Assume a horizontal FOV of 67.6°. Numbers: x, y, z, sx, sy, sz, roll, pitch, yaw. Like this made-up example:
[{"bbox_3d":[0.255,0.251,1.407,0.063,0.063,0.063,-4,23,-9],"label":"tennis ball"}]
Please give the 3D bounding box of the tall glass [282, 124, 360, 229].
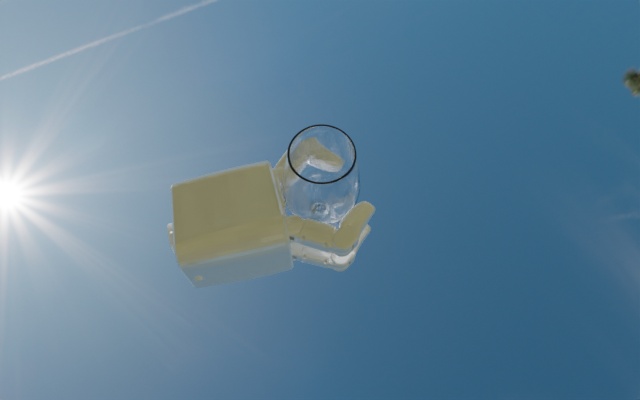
[{"bbox_3d":[0.000,0.002,0.510,0.079,0.079,0.201,0,-26,-1],"label":"tall glass"}]
